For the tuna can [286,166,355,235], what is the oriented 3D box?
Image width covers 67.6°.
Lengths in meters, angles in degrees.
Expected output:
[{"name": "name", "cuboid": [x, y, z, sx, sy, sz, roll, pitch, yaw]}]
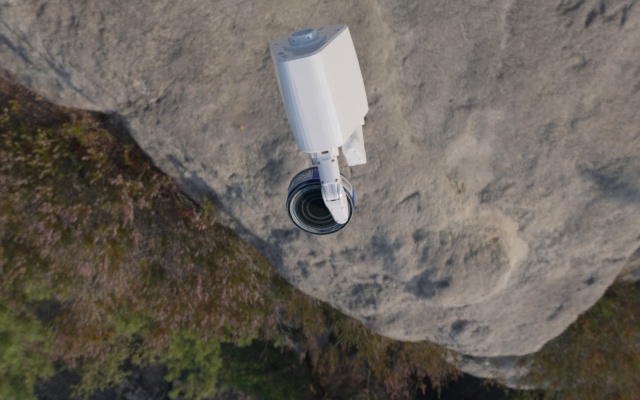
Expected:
[{"name": "tuna can", "cuboid": [0.000, 0.002, 0.596, 0.086, 0.086, 0.033, 0, 36, 3]}]
